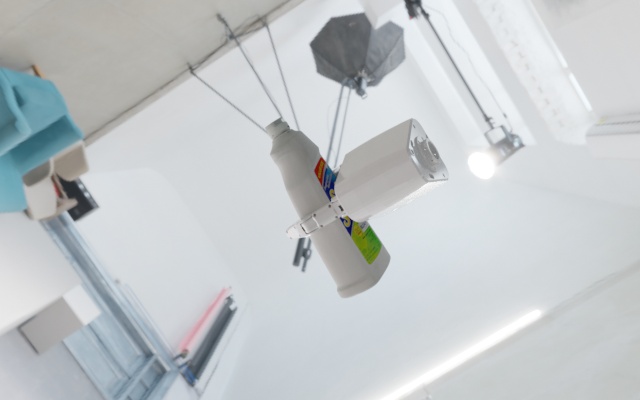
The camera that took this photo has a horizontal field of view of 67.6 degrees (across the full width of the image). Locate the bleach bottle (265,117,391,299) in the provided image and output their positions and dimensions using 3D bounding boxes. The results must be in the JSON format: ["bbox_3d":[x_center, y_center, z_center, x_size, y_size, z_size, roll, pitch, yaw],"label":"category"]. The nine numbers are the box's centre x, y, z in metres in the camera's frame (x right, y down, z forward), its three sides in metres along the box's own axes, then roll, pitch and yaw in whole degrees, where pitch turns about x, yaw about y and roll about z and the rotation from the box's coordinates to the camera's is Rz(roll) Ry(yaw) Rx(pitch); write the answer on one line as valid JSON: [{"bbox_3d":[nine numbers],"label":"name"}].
[{"bbox_3d":[0.000,0.002,0.652,0.068,0.251,0.102,-30,6,30],"label":"bleach bottle"}]
